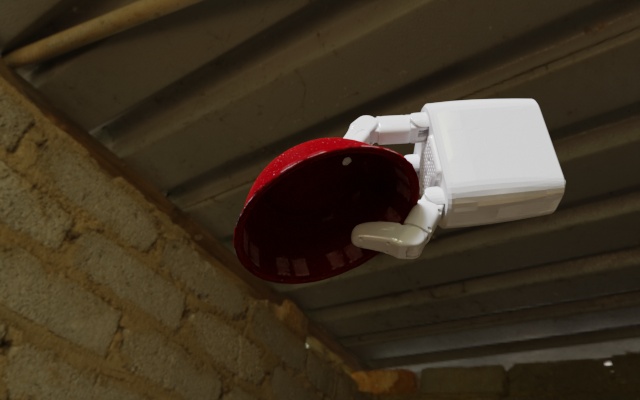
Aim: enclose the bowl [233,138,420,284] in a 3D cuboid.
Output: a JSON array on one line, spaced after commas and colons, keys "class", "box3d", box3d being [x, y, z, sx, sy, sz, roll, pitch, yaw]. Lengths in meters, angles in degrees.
[{"class": "bowl", "box3d": [-0.001, 0.001, 0.407, 0.162, 0.162, 0.055, 0, 44, -29]}]
